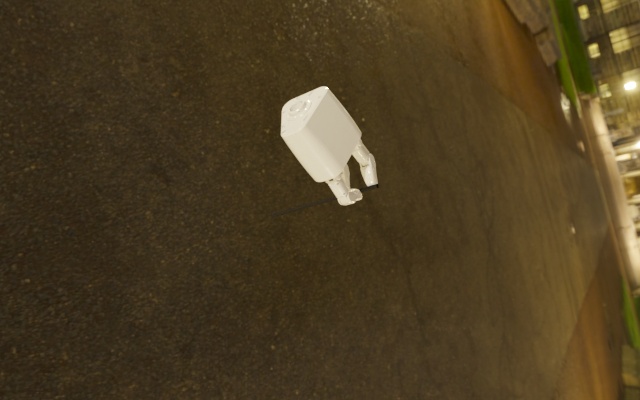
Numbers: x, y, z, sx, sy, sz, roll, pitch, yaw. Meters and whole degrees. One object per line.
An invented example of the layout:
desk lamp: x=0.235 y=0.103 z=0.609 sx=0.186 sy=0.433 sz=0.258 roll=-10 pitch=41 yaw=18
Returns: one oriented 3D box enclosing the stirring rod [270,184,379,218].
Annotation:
stirring rod: x=0.000 y=0.003 z=0.884 sx=0.239 sy=0.011 sz=0.011 roll=-16 pitch=-9 yaw=32
